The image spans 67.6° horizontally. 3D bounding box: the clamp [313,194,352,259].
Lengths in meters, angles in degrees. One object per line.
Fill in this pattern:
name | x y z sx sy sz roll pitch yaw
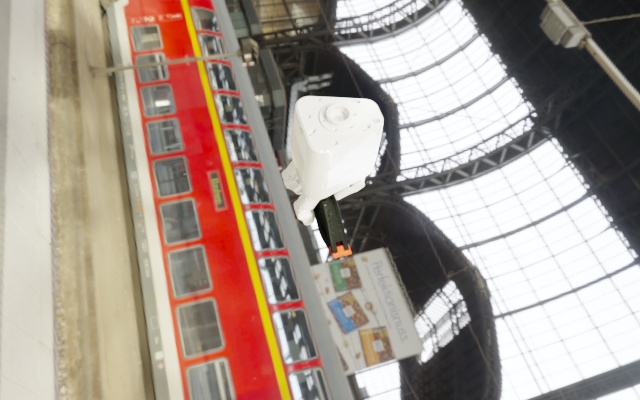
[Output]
clamp | 0.001 0.003 0.747 0.036 0.210 0.165 -14 -29 -10
